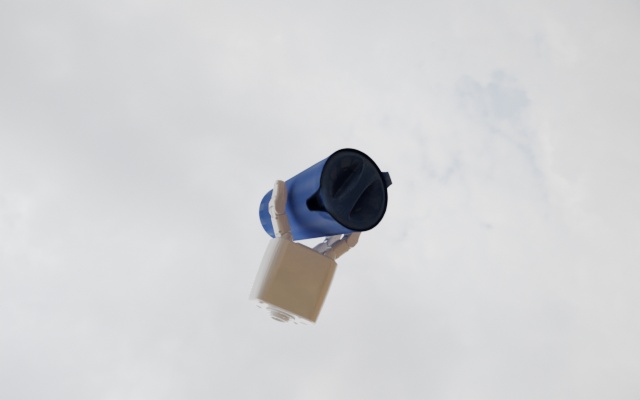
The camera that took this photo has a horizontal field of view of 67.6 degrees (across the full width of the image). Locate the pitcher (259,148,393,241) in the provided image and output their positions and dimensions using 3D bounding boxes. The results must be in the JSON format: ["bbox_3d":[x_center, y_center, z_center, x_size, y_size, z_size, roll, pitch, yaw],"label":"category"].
[{"bbox_3d":[0.000,0.003,0.833,0.149,0.145,0.243,31,-26,-25],"label":"pitcher"}]
